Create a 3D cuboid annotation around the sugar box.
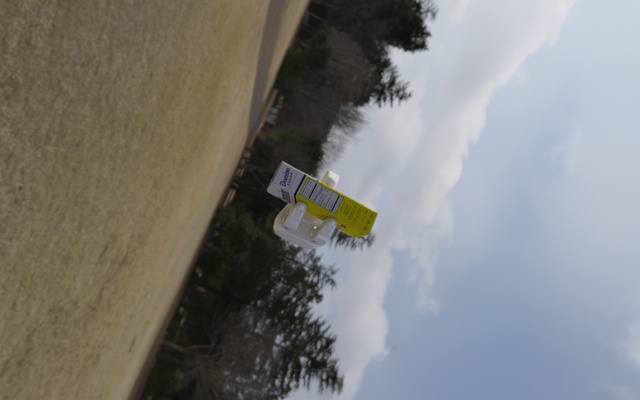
[{"bbox_3d":[0.000,0.003,0.784,0.176,0.048,0.093,25,-12,-6],"label":"sugar box"}]
